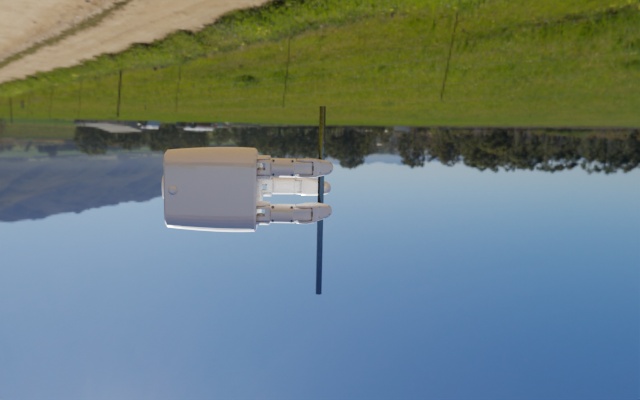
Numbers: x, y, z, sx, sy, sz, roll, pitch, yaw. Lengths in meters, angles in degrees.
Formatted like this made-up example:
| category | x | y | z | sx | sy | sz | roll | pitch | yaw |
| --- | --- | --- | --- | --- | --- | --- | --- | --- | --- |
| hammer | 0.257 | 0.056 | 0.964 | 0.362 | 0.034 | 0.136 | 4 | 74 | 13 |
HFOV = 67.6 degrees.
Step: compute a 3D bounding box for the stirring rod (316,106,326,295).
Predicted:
| category | x | y | z | sx | sy | sz | roll | pitch | yaw |
| --- | --- | --- | --- | --- | --- | --- | --- | --- | --- |
| stirring rod | 0.000 | 0.002 | 0.609 | 0.011 | 0.239 | 0.011 | 1 | 6 | 0 |
